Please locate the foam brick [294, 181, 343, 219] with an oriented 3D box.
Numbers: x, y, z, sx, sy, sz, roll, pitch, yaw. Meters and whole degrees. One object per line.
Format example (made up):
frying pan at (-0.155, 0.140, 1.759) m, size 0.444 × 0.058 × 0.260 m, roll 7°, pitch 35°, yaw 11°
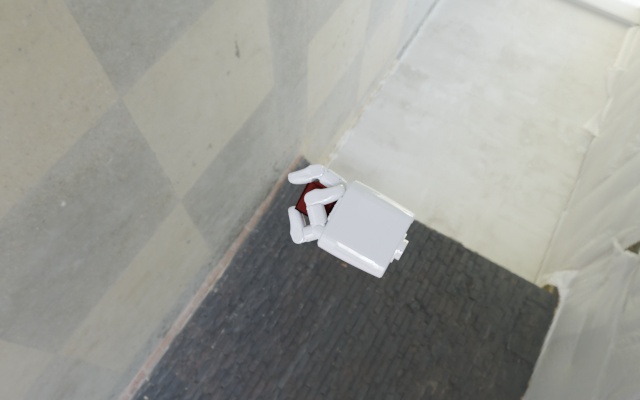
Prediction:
foam brick at (0.000, 0.002, 0.770) m, size 0.051 × 0.053 × 0.078 m, roll 29°, pitch 8°, yaw 11°
